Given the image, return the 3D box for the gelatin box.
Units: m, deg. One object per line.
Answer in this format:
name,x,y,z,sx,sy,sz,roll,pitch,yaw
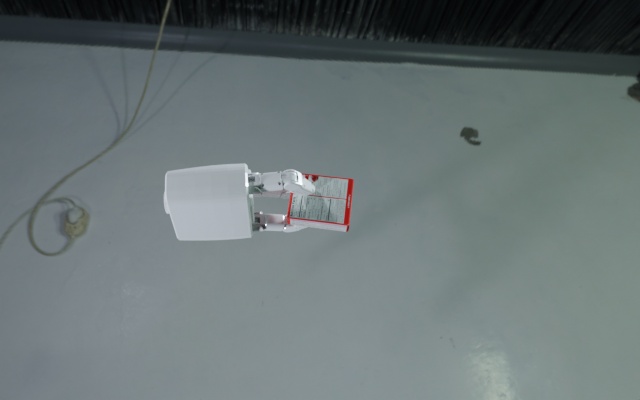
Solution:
gelatin box,0.000,0.002,0.682,0.089,0.073,0.030,6,-24,2
